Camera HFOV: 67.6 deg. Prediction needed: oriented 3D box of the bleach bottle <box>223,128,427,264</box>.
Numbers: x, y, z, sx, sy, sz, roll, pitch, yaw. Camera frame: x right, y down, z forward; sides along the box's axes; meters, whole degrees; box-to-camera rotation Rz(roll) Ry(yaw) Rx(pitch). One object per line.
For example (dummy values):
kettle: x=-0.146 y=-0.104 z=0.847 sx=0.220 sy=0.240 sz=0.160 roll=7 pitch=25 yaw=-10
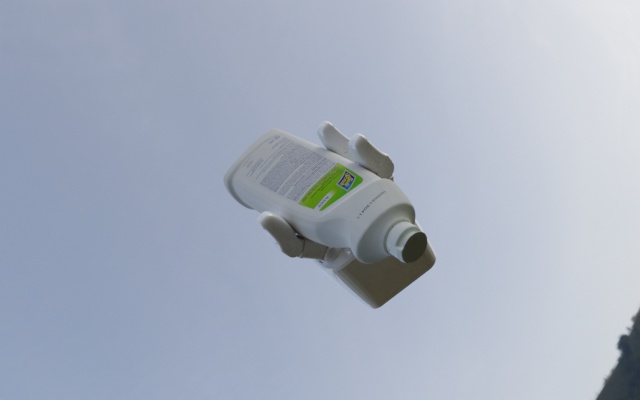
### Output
bleach bottle: x=0.000 y=0.001 z=0.479 sx=0.250 sy=0.102 sz=0.068 roll=31 pitch=-14 yaw=48
